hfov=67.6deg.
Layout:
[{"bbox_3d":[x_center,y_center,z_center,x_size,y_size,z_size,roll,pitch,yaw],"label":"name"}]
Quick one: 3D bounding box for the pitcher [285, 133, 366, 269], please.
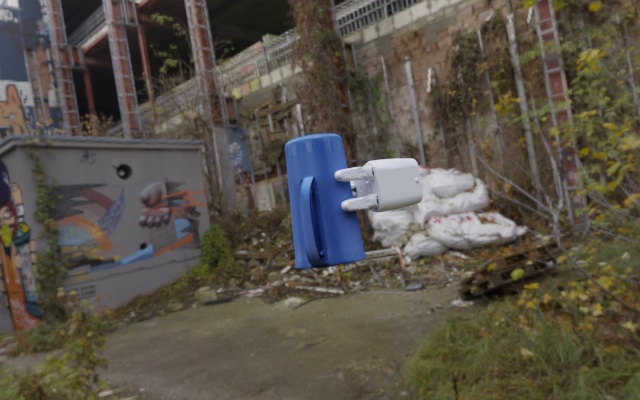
[{"bbox_3d":[0.000,0.003,0.885,0.145,0.243,0.149,-8,-1,-26],"label":"pitcher"}]
